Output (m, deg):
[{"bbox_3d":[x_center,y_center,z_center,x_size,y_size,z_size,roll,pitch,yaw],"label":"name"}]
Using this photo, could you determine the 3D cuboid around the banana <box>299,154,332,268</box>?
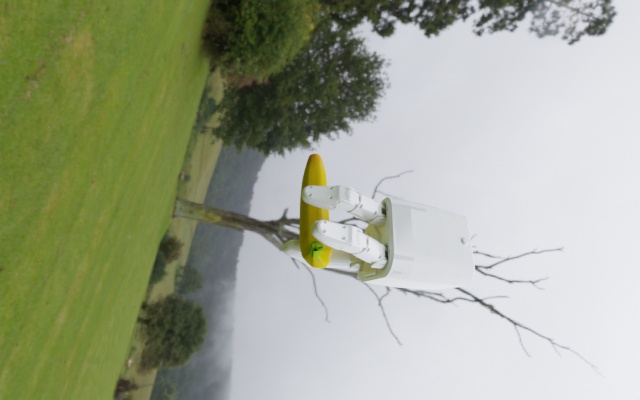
[{"bbox_3d":[-0.004,0.019,0.580,0.037,0.070,0.197,10,34,-10],"label":"banana"}]
